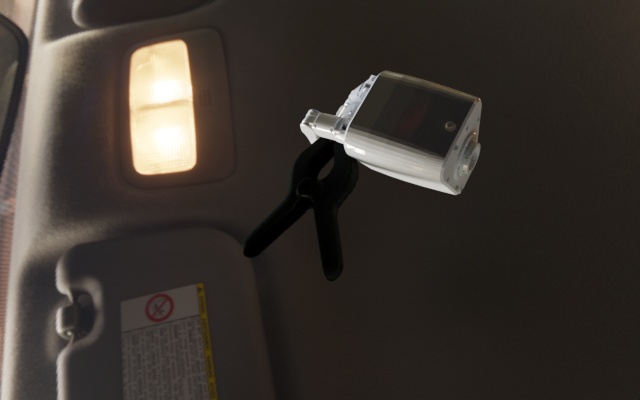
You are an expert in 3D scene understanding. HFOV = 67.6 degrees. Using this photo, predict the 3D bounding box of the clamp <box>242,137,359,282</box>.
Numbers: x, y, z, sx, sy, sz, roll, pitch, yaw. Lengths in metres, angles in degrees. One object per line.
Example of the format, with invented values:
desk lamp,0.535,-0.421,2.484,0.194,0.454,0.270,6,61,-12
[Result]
clamp,0.000,0.002,0.499,0.120,0.171,0.039,22,-12,30
